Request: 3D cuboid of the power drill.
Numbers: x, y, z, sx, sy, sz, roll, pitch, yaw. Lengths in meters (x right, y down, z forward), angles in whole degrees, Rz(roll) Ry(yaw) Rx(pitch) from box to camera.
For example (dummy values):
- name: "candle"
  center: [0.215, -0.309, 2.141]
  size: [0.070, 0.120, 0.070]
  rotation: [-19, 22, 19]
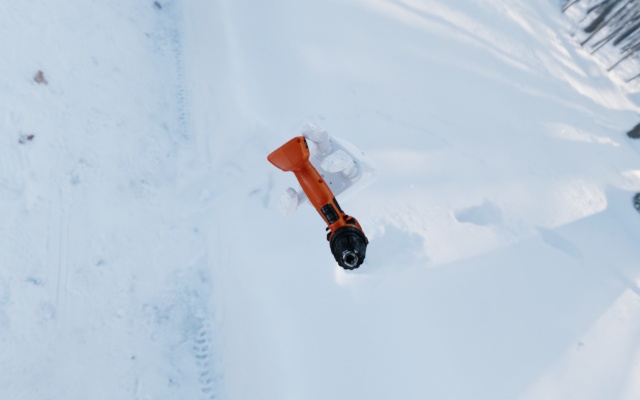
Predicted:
- name: "power drill"
  center: [0.000, 0.002, 0.663]
  size: [0.057, 0.187, 0.184]
  rotation: [-32, 6, 4]
